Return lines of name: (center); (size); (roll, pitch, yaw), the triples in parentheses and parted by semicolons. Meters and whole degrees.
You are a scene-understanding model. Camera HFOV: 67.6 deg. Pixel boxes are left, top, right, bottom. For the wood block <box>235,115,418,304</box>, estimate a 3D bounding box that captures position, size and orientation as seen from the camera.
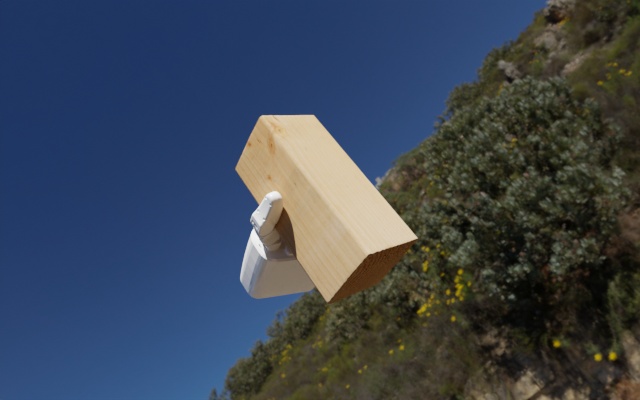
wood block: (0.000, 0.002, 0.553); (0.091, 0.206, 0.090); (-12, -35, -45)
